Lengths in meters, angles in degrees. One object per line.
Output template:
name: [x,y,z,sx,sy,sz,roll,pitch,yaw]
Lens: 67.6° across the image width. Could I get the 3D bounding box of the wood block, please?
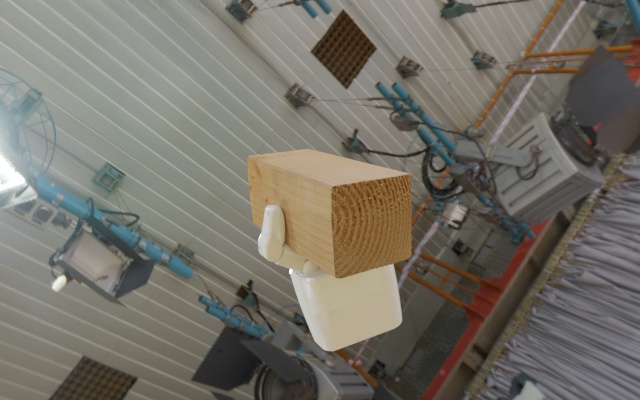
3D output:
wood block: [0.000,0.002,0.530,0.091,0.090,0.206,-11,17,-28]
